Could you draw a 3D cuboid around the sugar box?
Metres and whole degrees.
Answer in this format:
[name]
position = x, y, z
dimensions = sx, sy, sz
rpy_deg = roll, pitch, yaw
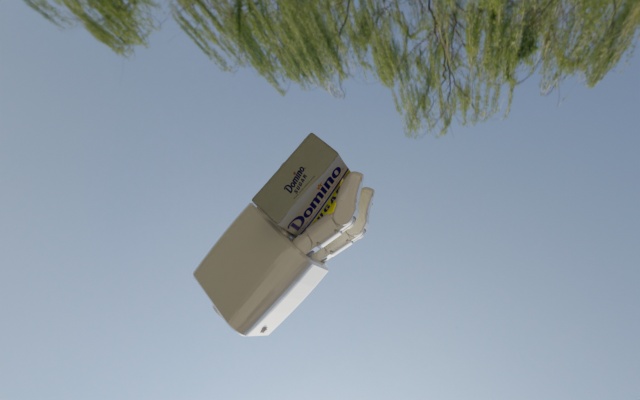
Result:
[sugar box]
position = 0.000, 0.002, 0.539
dimensions = 0.048, 0.093, 0.176
rpy_deg = 41, 0, 21
